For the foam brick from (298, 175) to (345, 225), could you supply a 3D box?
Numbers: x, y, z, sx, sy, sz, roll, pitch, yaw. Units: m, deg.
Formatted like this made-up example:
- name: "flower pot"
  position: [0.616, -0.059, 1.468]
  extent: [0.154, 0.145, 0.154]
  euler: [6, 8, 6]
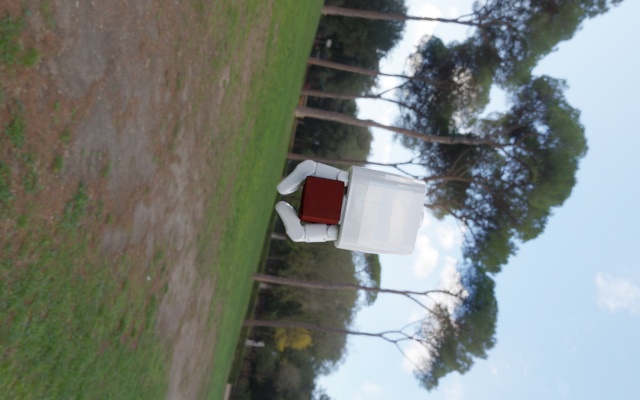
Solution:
- name: "foam brick"
  position: [0.000, 0.002, 0.637]
  extent: [0.051, 0.053, 0.078]
  euler: [9, -9, -4]
